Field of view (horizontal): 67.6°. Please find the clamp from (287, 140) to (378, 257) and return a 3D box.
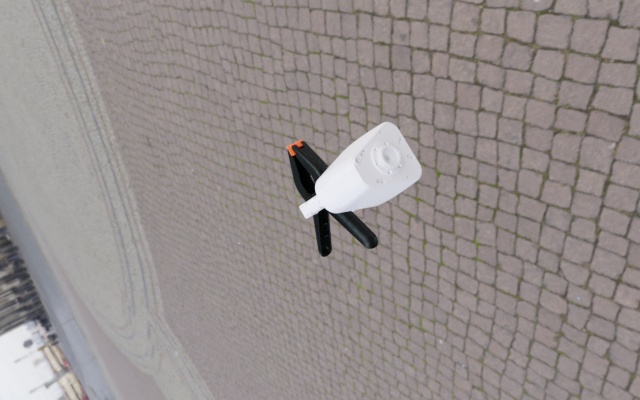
[{"bbox_3d":[-0.001,0.002,0.796,0.036,0.210,0.164,-28,-3,-31],"label":"clamp"}]
